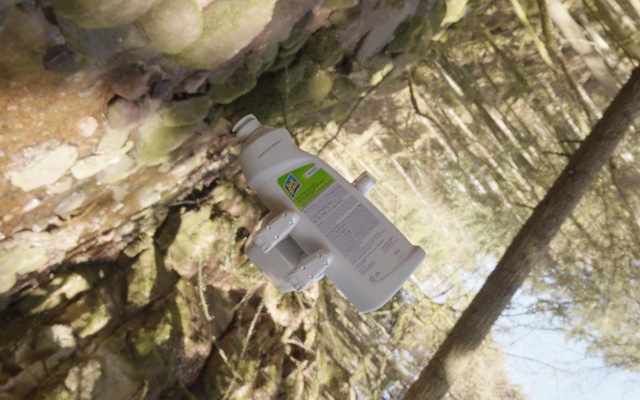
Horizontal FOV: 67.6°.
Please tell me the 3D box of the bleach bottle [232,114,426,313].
[{"bbox_3d":[0.000,0.002,0.539,0.102,0.251,0.068,-41,0,-29],"label":"bleach bottle"}]
